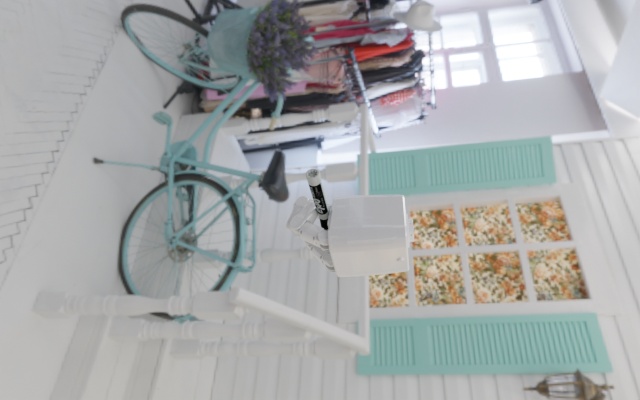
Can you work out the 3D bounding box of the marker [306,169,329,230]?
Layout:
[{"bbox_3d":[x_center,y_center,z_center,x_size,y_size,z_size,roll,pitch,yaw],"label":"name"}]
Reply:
[{"bbox_3d":[0.000,0.002,0.677,0.020,0.020,0.121,0,-39,13],"label":"marker"}]
